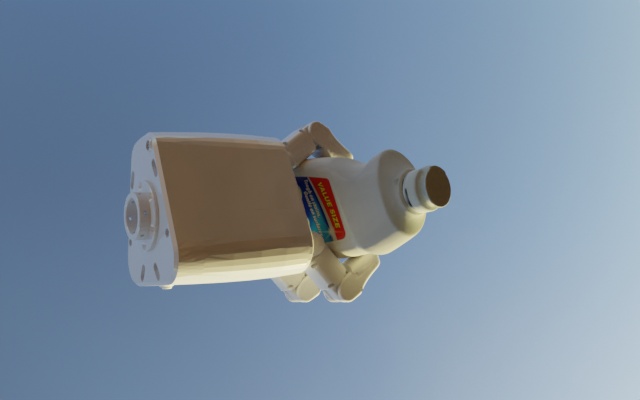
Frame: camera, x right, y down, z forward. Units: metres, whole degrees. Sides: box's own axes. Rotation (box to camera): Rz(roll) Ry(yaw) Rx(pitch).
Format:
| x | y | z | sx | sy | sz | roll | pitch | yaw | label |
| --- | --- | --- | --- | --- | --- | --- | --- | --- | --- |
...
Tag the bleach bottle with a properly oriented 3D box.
| x | y | z | sx | sy | sz | roll | pitch | yaw | label |
| --- | --- | --- | --- | --- | --- | --- | --- | --- | --- |
| 0.000 | 0.001 | 0.418 | 0.068 | 0.102 | 0.251 | -1 | -9 | -39 | bleach bottle |
